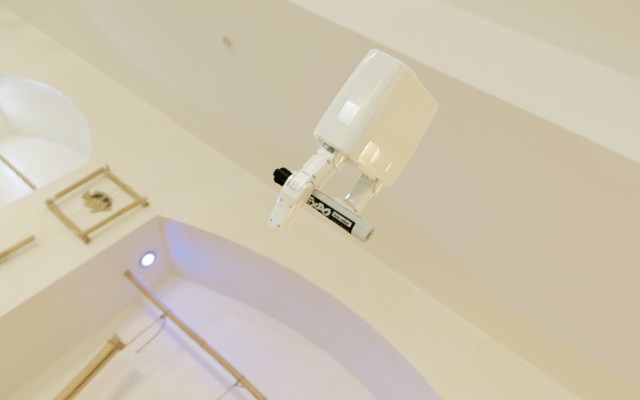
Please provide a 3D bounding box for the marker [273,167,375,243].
[{"bbox_3d":[0.000,0.002,0.472,0.121,0.020,0.020,34,14,22],"label":"marker"}]
